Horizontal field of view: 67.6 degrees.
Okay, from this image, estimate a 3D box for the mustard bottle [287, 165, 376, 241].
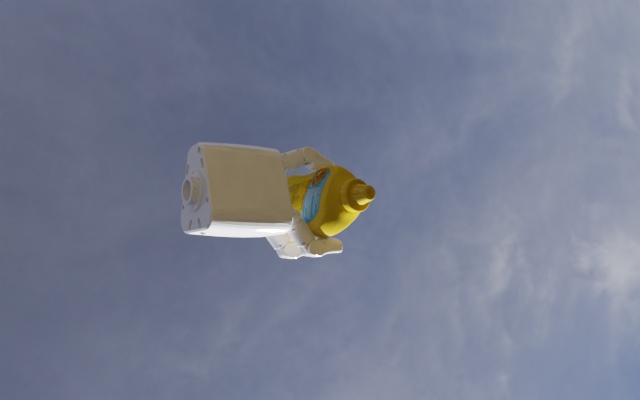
[{"bbox_3d":[0.000,0.002,0.632,0.058,0.096,0.191,31,-25,-30],"label":"mustard bottle"}]
